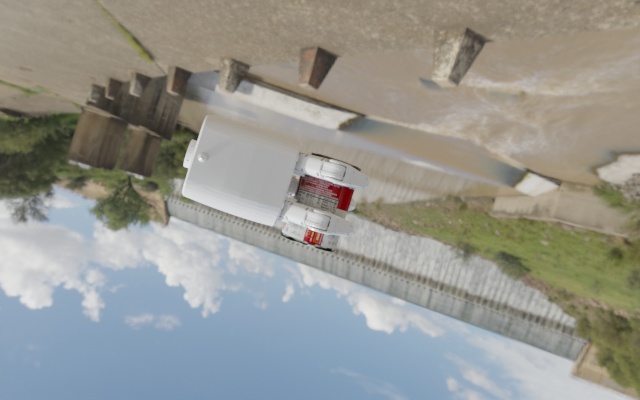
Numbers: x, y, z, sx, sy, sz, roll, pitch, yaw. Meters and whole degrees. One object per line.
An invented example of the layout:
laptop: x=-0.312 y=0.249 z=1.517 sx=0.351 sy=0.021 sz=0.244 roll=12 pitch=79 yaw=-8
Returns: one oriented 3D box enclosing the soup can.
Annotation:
soup can: x=0.000 y=0.002 z=0.557 sx=0.068 sy=0.102 sz=0.068 roll=17 pitch=0 yaw=0
